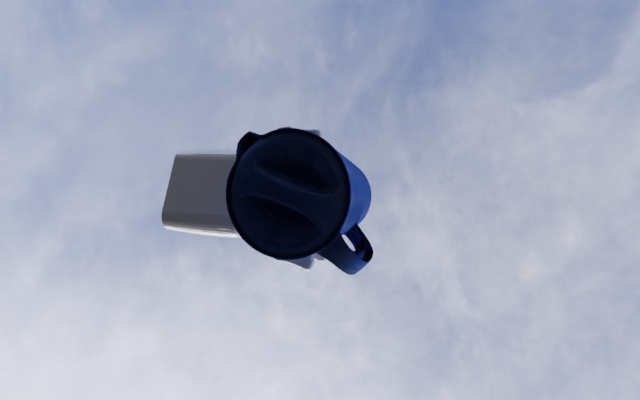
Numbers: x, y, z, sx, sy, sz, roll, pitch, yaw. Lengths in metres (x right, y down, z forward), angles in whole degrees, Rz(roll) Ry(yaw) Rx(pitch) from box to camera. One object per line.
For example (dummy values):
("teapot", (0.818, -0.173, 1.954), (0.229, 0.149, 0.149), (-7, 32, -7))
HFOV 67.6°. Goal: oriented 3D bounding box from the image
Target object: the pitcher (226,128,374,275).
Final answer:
("pitcher", (0.000, 0.002, 0.589), (0.145, 0.149, 0.243), (2, 0, 15))
